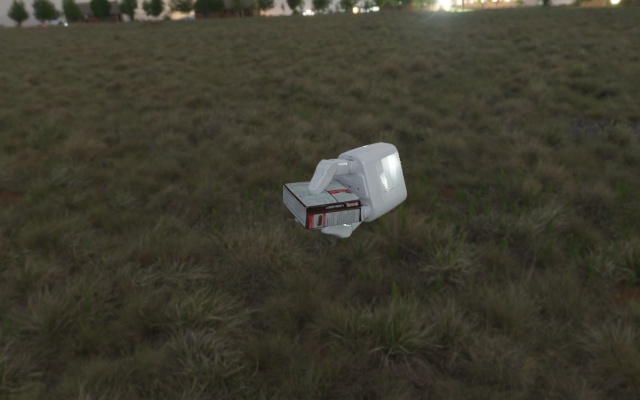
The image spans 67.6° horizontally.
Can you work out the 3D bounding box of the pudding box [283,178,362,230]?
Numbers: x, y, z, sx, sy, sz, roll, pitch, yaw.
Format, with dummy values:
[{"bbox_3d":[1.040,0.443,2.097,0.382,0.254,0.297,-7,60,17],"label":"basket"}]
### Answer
[{"bbox_3d":[0.000,0.002,0.729,0.090,0.039,0.113,-8,21,-19],"label":"pudding box"}]
